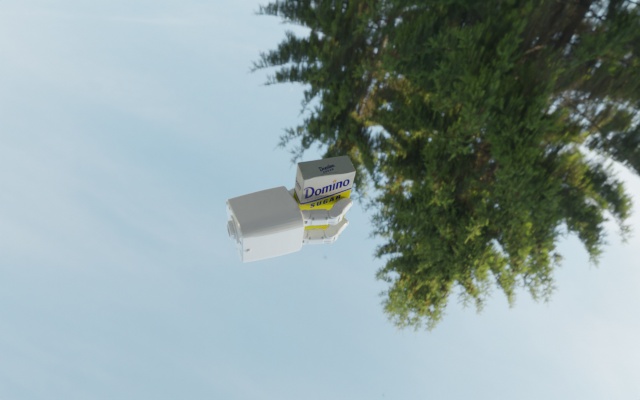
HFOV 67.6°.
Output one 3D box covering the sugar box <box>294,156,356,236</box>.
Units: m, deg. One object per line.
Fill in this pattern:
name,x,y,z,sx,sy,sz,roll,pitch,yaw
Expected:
sugar box,0.000,0.003,0.843,0.093,0.048,0.176,-10,-37,-17
